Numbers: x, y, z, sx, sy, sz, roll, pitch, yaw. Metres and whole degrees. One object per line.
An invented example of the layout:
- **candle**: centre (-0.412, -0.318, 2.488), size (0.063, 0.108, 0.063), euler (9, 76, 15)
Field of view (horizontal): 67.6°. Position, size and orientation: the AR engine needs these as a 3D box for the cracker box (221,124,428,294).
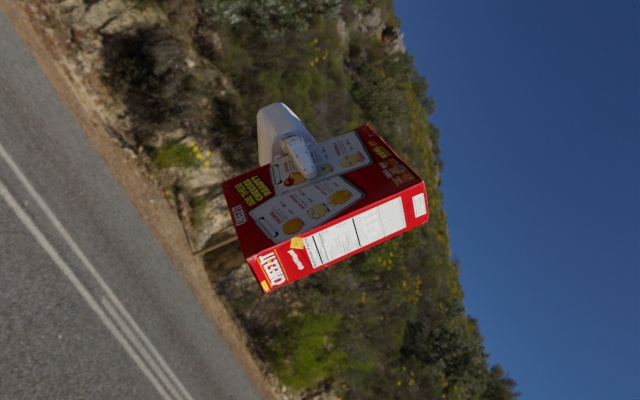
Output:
- **cracker box**: centre (0.000, 0.002, 0.592), size (0.213, 0.072, 0.164), euler (-24, 37, -6)
